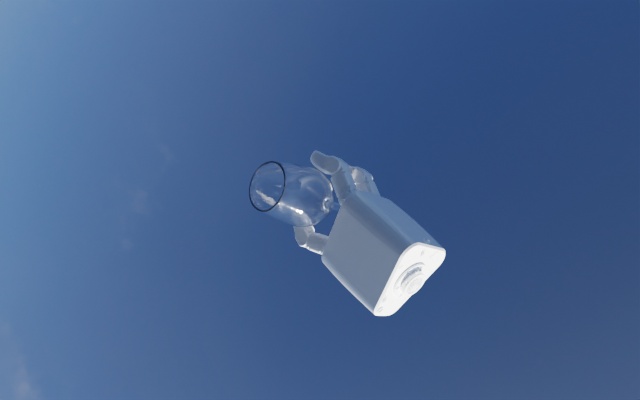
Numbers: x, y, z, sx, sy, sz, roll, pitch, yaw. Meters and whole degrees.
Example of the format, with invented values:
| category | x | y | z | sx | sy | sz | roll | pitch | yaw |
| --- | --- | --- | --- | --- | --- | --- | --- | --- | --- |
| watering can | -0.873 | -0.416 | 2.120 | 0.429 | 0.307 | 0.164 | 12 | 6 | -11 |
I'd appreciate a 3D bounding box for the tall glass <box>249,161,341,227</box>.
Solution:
| category | x | y | z | sx | sy | sz | roll | pitch | yaw |
| --- | --- | --- | --- | --- | --- | --- | --- | --- | --- |
| tall glass | 0.000 | 0.002 | 0.636 | 0.079 | 0.079 | 0.201 | 0 | -11 | 41 |
